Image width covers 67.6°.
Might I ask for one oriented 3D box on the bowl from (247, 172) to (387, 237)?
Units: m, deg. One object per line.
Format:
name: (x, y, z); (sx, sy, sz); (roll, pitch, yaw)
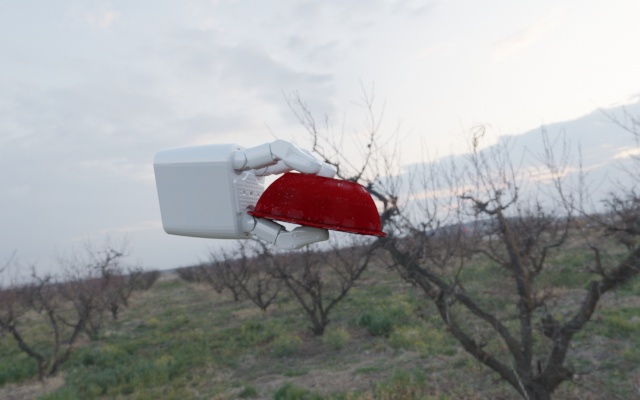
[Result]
bowl: (0.001, 0.002, 0.548); (0.162, 0.055, 0.162); (10, -1, 0)
